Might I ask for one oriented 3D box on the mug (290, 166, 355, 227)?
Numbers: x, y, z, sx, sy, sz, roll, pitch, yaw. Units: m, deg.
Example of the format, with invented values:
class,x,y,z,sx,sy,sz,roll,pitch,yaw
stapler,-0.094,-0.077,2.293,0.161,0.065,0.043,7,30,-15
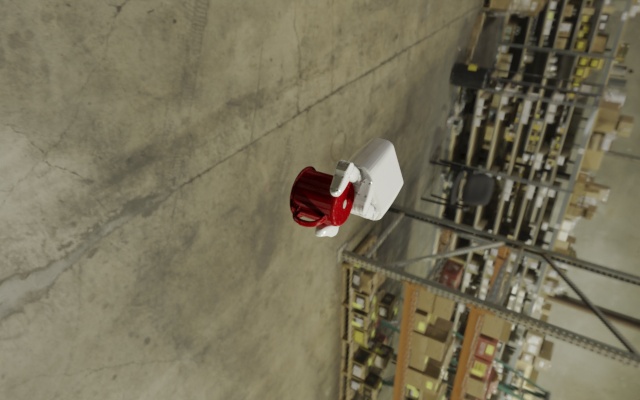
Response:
class,x,y,z,sx,sy,sz,roll,pitch,yaw
mug,0.000,0.003,0.805,0.081,0.093,0.117,17,44,26
